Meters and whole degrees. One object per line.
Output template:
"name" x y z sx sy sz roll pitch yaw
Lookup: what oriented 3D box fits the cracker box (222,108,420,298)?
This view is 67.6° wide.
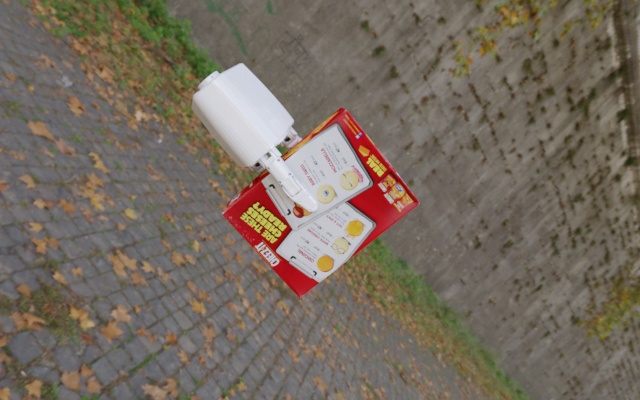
"cracker box" 0.000 0.002 0.663 0.214 0.164 0.072 -39 12 7
